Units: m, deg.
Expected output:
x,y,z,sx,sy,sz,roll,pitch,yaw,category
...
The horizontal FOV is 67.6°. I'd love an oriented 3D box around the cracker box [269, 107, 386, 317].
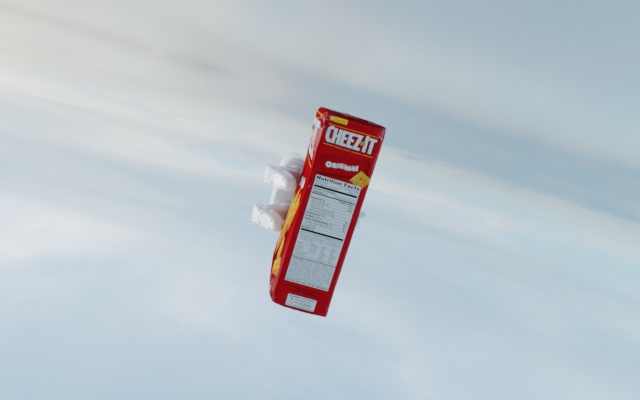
x,y,z,sx,sy,sz,roll,pitch,yaw,category
0.000,0.002,0.566,0.072,0.214,0.164,15,11,-7,cracker box
